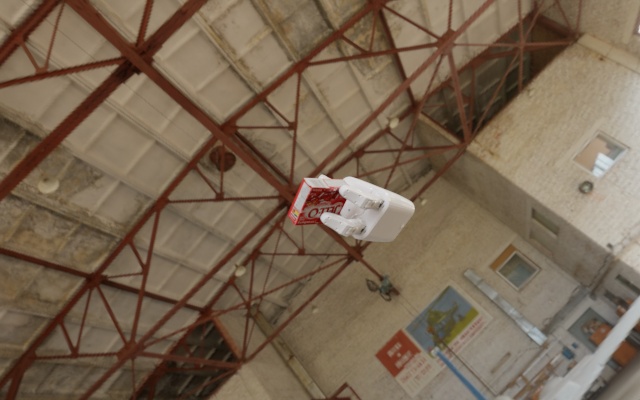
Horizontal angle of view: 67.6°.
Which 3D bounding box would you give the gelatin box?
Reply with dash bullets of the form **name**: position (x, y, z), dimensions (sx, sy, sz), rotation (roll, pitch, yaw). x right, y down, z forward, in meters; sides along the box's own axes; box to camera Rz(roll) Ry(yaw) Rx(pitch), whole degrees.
- **gelatin box**: position (0.000, 0.002, 0.763), dimensions (0.089, 0.073, 0.030), rotation (0, 36, -41)
